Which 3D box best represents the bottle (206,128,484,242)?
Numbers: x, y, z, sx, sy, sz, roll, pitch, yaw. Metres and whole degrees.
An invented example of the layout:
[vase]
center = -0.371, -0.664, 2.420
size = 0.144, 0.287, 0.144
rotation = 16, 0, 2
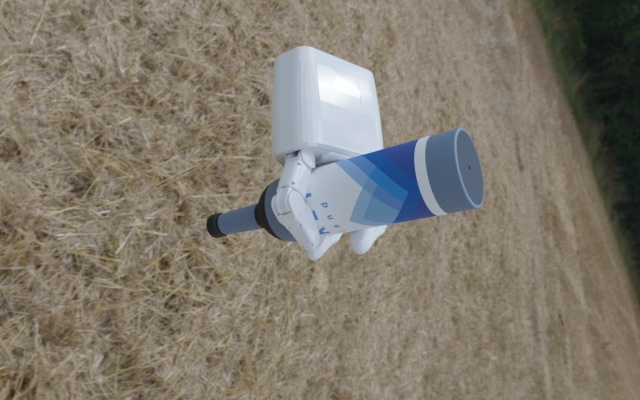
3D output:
[bottle]
center = 0.000, 0.002, 0.462
size = 0.296, 0.069, 0.069
rotation = -13, -7, 33
